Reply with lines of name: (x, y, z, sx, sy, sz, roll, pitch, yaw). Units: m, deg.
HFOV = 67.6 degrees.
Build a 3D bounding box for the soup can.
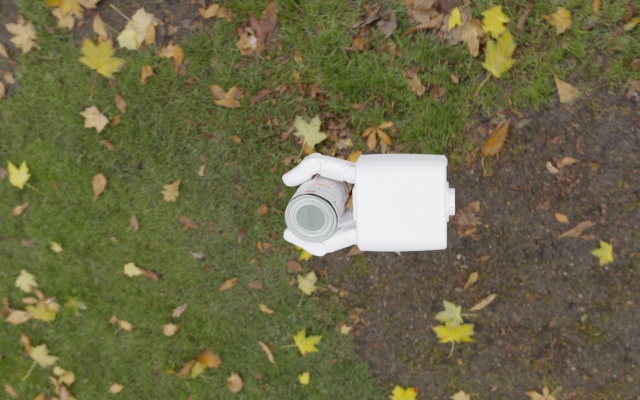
soup can: (0.000, 0.002, 0.614, 0.068, 0.068, 0.102, 0, 25, 15)
